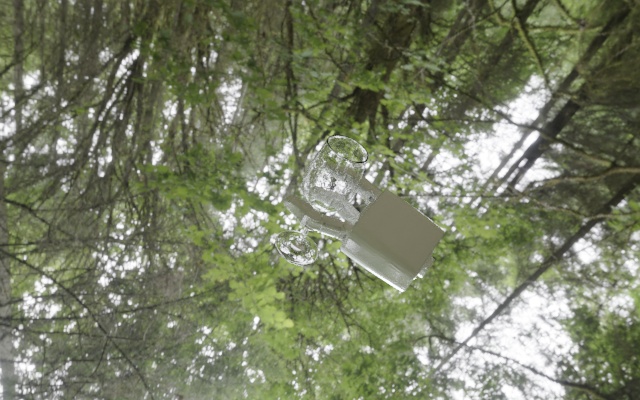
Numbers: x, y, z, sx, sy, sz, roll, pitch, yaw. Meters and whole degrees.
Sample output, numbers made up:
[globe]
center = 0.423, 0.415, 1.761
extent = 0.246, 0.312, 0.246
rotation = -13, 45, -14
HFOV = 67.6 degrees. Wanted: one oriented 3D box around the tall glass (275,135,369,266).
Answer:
[tall glass]
center = 0.000, 0.003, 0.698
extent = 0.079, 0.201, 0.079
rotation = 17, 36, -13
